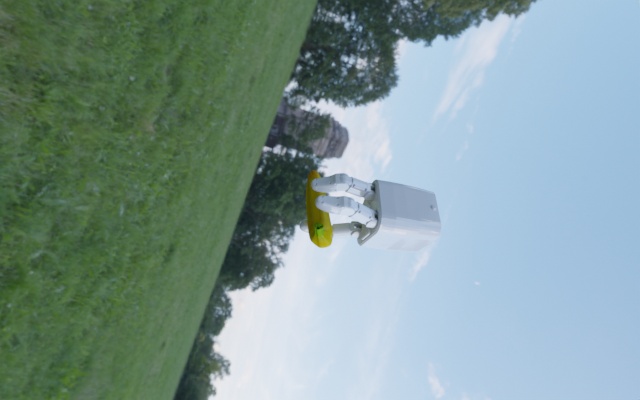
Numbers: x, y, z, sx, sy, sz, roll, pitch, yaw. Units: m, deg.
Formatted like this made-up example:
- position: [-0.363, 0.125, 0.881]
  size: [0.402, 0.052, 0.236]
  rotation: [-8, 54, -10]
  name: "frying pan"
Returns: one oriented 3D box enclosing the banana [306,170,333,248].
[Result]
- position: [-0.002, 0.021, 0.761]
  size: [0.037, 0.070, 0.197]
  rotation: [3, 27, -7]
  name: "banana"
